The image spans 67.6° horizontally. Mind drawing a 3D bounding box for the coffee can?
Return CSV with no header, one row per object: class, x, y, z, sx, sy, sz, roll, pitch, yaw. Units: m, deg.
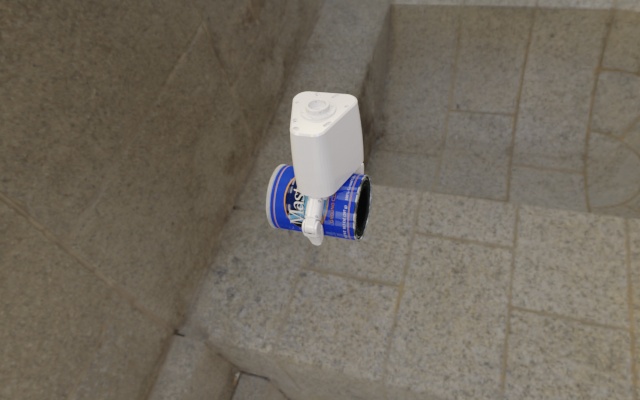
coffee can,0.000,0.003,0.740,0.140,0.103,0.103,8,2,17
